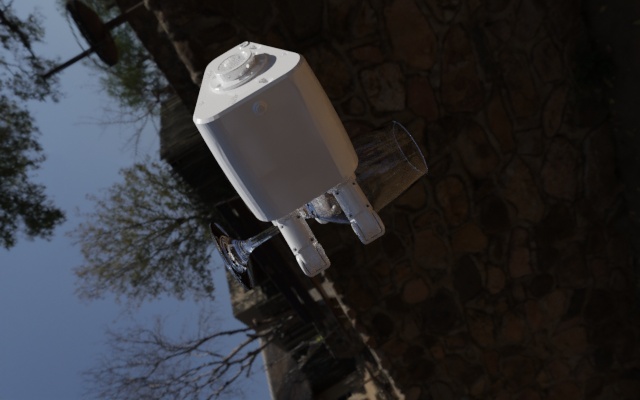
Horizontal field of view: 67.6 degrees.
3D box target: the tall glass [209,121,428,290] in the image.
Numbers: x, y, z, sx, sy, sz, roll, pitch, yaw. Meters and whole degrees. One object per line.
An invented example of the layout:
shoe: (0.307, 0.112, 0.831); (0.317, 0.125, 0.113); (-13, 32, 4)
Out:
tall glass: (0.000, 0.002, 0.454); (0.201, 0.079, 0.079); (-31, 0, -1)
